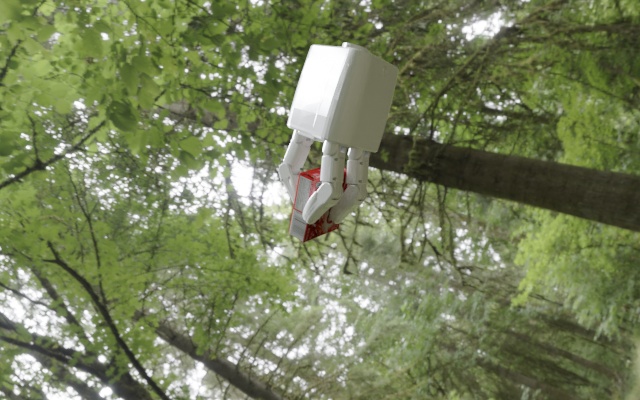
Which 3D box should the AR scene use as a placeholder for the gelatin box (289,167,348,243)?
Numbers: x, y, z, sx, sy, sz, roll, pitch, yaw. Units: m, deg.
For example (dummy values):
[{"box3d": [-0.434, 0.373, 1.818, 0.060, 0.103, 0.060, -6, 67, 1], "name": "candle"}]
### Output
[{"box3d": [0.000, 0.002, 0.610, 0.030, 0.089, 0.073, 27, 27, 32], "name": "gelatin box"}]
